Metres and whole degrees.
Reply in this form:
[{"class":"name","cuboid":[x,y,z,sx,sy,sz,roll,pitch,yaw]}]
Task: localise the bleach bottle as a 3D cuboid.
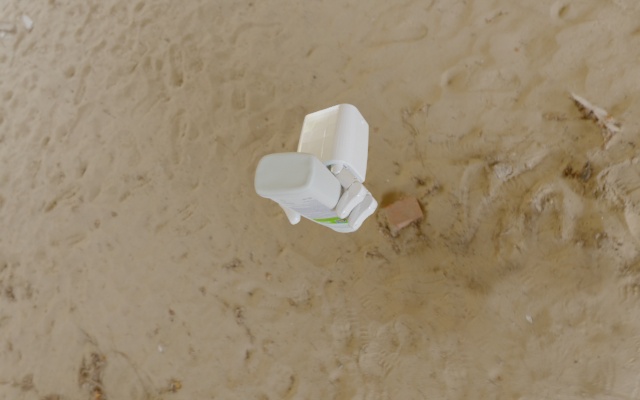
[{"class":"bleach bottle","cuboid":[0.000,0.003,0.779,0.102,0.068,0.251,-1,-20,25]}]
